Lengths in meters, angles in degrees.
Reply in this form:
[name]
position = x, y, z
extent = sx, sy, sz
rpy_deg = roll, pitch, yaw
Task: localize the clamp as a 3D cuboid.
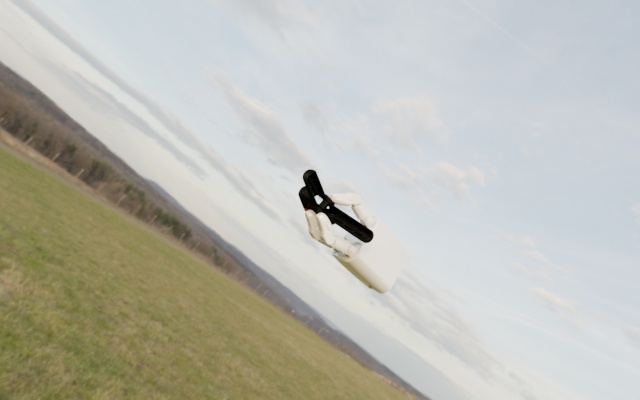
[clamp]
position = 0.001, 0.002, 0.881
extent = 0.036, 0.164, 0.210
rpy_deg = -45, 19, -12
